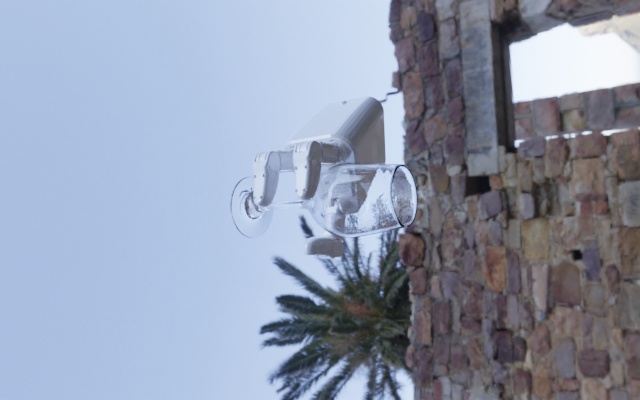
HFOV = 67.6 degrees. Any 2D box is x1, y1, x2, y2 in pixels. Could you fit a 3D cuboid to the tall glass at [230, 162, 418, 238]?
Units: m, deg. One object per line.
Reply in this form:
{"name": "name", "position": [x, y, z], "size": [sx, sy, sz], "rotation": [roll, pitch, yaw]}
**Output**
{"name": "tall glass", "position": [-0.001, 0.002, 0.519], "size": [0.201, 0.079, 0.079], "rotation": [-4, -2, 34]}
